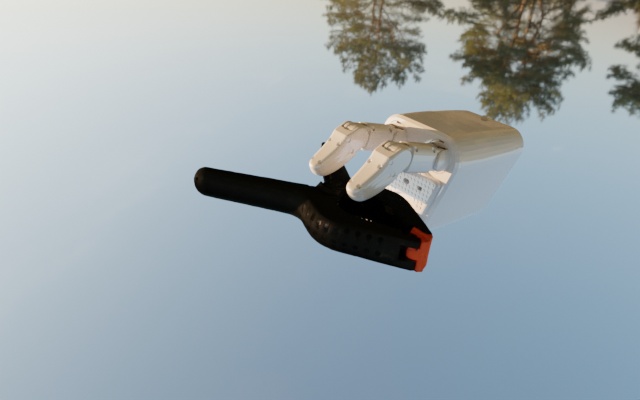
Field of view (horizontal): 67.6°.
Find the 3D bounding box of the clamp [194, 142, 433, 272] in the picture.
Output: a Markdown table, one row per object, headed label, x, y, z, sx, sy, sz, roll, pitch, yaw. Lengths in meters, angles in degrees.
| label | x | y | z | sx | sy | sz | roll | pitch | yaw |
| --- | --- | --- | --- | --- | --- | --- | --- | --- | --- |
| clamp | 0.000 | 0.002 | 0.411 | 0.164 | 0.036 | 0.210 | -14 | 33 | -33 |
